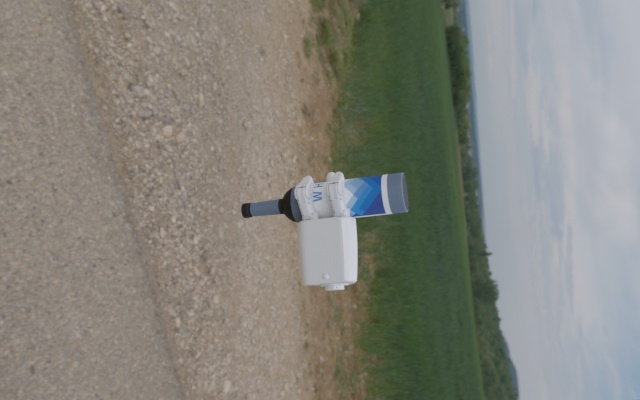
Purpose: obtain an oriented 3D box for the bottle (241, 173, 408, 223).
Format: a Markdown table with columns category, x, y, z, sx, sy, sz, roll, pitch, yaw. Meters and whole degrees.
| category | x | y | z | sx | sy | sz | roll | pitch | yaw |
| --- | --- | --- | --- | --- | --- | --- | --- | --- | --- |
| bottle | 0.000 | 0.003 | 0.831 | 0.296 | 0.069 | 0.069 | -7 | -2 | 17 |
